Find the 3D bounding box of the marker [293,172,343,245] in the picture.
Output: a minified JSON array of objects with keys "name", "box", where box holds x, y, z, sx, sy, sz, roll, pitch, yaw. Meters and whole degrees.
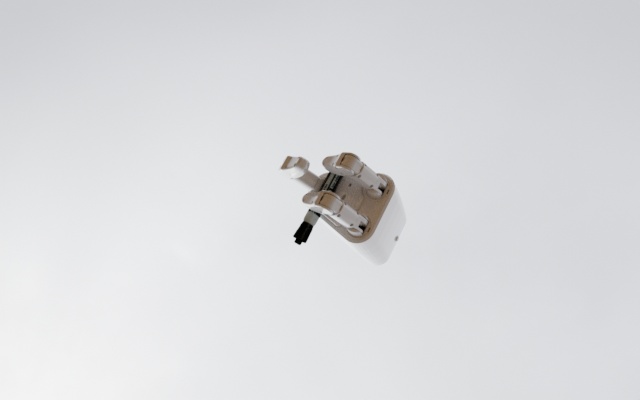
[{"name":"marker","box":[0.000,0.002,0.601,0.020,0.121,0.020,27,-14,7]}]
